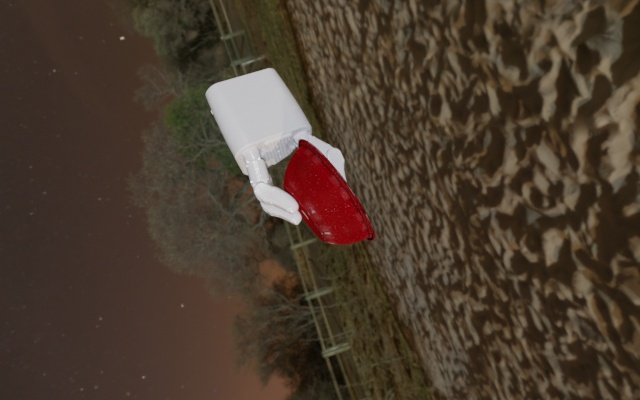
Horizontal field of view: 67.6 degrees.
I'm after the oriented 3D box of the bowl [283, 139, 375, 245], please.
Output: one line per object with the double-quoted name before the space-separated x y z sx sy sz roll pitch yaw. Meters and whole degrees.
"bowl" 0.001 0.003 0.616 0.055 0.162 0.162 -37 6 -8
